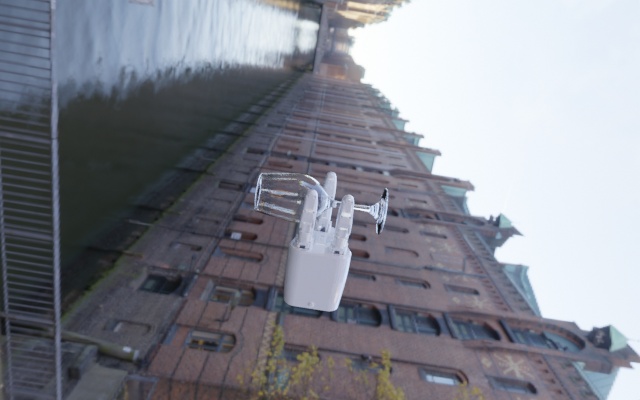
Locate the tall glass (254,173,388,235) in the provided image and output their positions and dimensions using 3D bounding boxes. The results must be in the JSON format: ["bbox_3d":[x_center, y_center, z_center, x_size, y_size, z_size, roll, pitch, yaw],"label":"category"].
[{"bbox_3d":[0.001,0.002,0.754,0.201,0.079,0.079,9,0,-1],"label":"tall glass"}]
